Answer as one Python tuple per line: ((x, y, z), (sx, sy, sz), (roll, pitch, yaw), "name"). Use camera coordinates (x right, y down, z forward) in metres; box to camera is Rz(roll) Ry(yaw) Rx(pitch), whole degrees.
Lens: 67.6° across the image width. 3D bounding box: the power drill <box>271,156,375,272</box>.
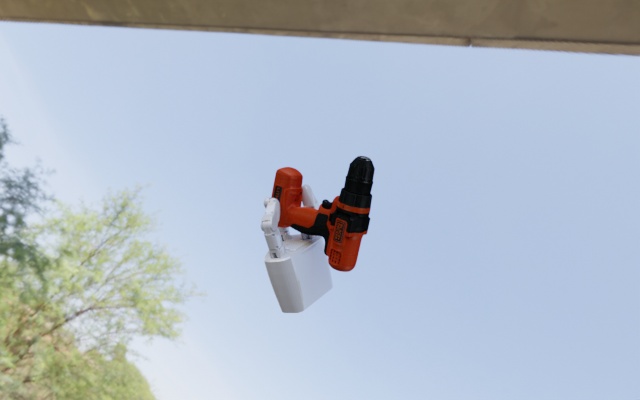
((0.000, 0.003, 0.781), (0.187, 0.184, 0.057), (22, 15, 41), "power drill")
